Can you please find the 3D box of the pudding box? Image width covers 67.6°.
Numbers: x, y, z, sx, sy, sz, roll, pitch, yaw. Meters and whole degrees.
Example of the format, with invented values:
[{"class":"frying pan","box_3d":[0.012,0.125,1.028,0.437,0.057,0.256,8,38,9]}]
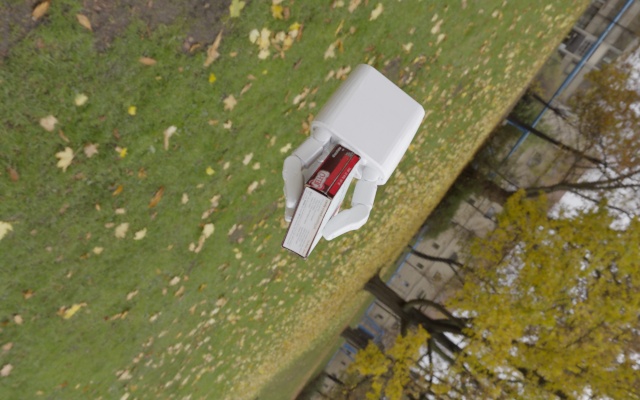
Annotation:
[{"class":"pudding box","box_3d":[0.000,0.002,0.560,0.039,0.114,0.090,29,44,8]}]
